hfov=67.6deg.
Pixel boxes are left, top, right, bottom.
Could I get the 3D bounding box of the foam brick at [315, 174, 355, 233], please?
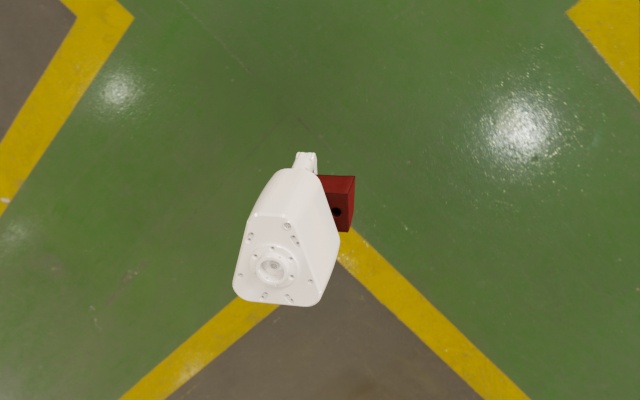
[{"bbox_3d":[0.000,0.002,0.570,0.078,0.053,0.051,3,27,10],"label":"foam brick"}]
